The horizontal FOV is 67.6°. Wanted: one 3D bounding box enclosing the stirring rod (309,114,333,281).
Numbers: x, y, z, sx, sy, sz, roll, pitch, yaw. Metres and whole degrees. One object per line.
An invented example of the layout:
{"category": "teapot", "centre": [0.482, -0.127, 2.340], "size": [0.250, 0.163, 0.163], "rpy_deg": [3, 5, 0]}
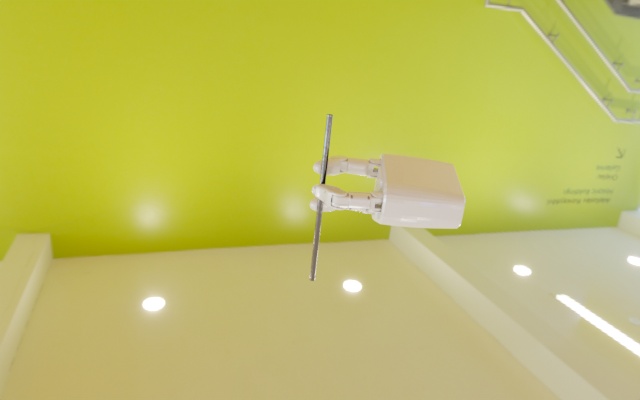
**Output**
{"category": "stirring rod", "centre": [0.000, 0.002, 0.657], "size": [0.011, 0.240, 0.011], "rpy_deg": [6, 19, -2]}
